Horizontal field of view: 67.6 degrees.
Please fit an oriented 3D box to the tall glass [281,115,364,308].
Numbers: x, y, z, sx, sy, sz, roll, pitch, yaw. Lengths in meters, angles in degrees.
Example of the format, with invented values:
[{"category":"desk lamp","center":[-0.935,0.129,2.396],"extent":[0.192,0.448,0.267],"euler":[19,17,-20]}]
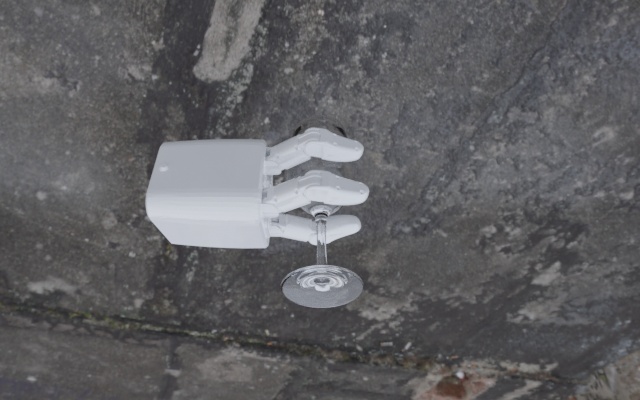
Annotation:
[{"category":"tall glass","center":[0.000,0.002,0.488],"extent":[0.079,0.200,0.079],"euler":[0,-39,0]}]
